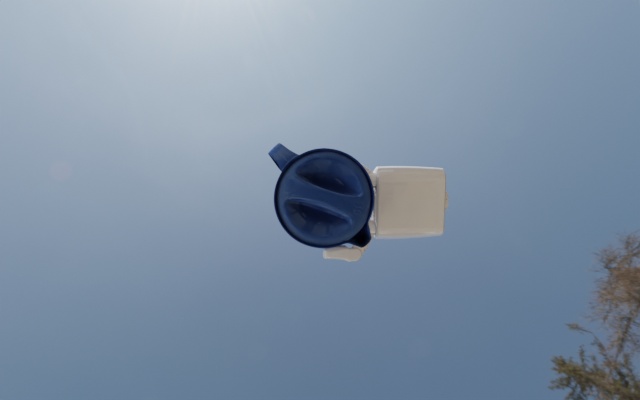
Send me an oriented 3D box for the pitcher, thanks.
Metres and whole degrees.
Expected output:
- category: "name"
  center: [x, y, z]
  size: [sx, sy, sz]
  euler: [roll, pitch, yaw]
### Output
- category: "pitcher"
  center: [0.000, 0.002, 0.740]
  size: [0.145, 0.149, 0.243]
  euler: [-1, -7, 1]
